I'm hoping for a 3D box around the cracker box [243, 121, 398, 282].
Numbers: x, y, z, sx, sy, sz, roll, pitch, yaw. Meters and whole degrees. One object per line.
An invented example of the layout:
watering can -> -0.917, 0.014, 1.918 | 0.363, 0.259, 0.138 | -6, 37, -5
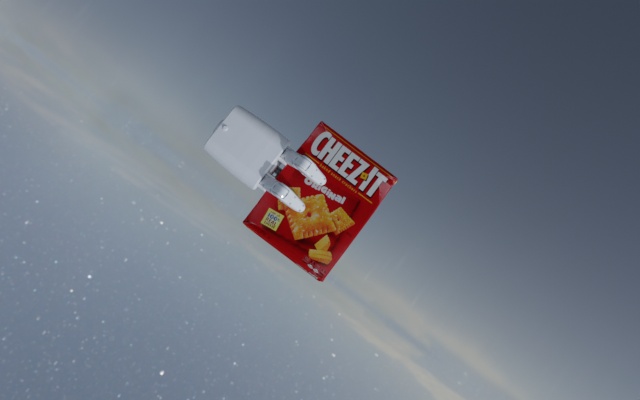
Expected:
cracker box -> 0.000, 0.003, 0.798 | 0.164, 0.213, 0.072 | 37, -7, 0
